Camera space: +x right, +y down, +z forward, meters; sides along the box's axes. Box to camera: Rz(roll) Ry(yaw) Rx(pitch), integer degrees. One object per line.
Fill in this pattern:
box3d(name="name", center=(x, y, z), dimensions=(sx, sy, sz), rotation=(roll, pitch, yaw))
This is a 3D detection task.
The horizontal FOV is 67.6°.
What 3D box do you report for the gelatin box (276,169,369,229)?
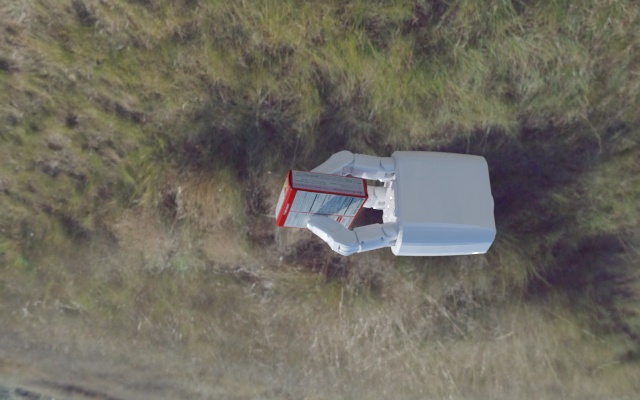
box3d(name="gelatin box", center=(0.000, 0.002, 0.535), dimensions=(0.089, 0.030, 0.073), rotation=(5, -36, -16))
